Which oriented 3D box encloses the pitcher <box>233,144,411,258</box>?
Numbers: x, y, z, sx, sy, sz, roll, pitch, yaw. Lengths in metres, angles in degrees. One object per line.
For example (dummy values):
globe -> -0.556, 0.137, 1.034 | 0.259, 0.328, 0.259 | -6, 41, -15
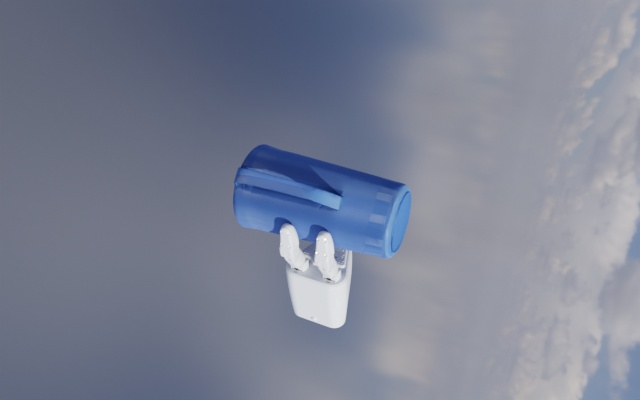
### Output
pitcher -> 0.000, 0.002, 0.697 | 0.243, 0.145, 0.149 | 14, 38, 21
